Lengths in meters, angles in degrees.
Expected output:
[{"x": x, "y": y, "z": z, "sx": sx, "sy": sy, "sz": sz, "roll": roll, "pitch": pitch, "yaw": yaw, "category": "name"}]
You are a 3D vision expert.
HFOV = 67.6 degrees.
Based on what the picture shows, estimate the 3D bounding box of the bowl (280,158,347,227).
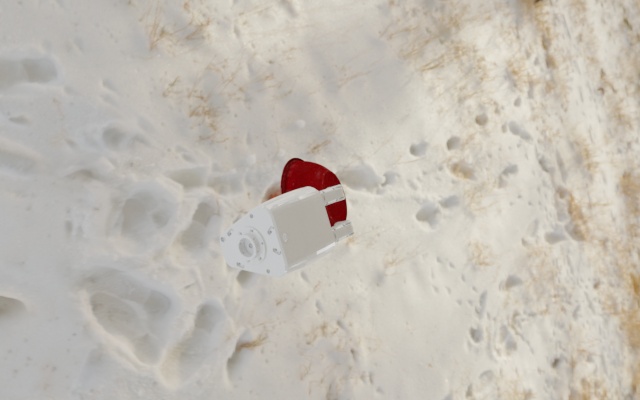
[{"x": 0.001, "y": 0.002, "z": 0.772, "sx": 0.055, "sy": 0.162, "sz": 0.162, "roll": -14, "pitch": -6, "yaw": 24, "category": "bowl"}]
